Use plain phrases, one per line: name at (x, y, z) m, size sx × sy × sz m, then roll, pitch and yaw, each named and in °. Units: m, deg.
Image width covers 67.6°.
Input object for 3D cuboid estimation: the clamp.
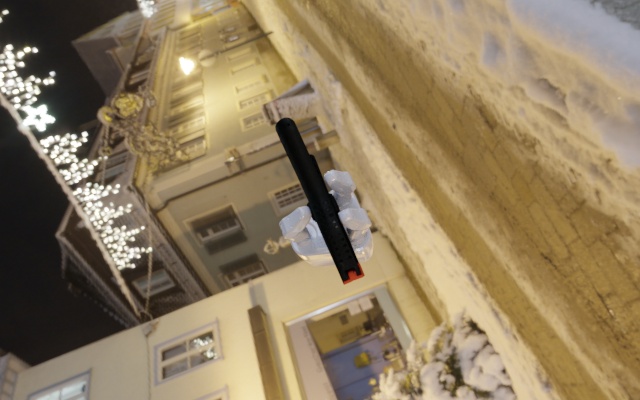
clamp at (0.000, 0.003, 0.606) m, size 0.036 × 0.210 × 0.165 m, roll -24°, pitch -21°, yaw 5°
